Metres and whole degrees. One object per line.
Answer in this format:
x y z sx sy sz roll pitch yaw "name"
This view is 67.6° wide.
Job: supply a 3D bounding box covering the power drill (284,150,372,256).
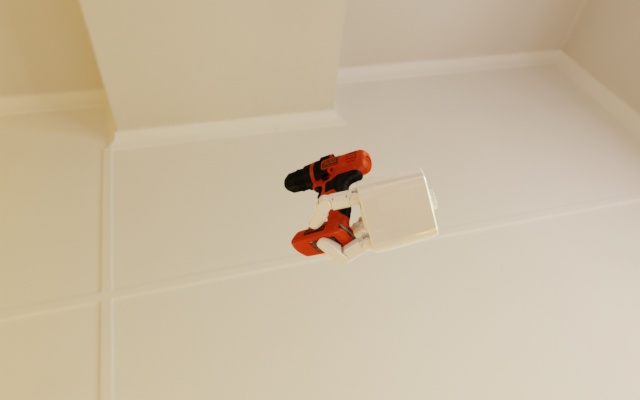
0.000 0.003 0.850 0.184 0.187 0.057 -17 -41 32 "power drill"
